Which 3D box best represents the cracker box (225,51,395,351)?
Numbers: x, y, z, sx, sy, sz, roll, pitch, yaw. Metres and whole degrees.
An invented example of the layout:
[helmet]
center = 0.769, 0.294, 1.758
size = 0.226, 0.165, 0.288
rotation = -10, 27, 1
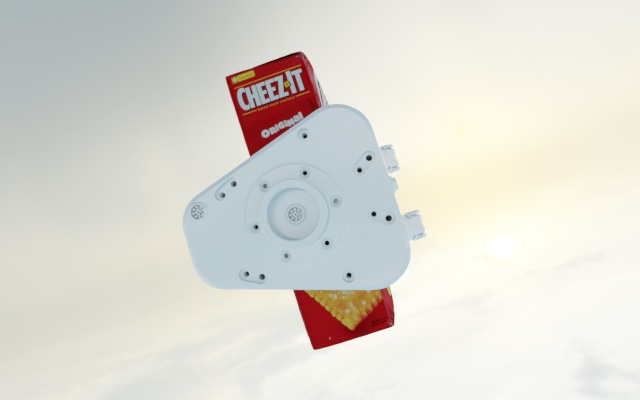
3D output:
[cracker box]
center = 0.000, 0.002, 0.424
size = 0.072, 0.213, 0.164
rotation = -18, -4, 5
